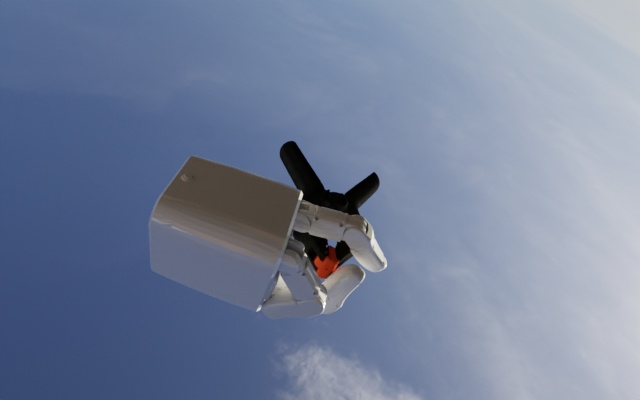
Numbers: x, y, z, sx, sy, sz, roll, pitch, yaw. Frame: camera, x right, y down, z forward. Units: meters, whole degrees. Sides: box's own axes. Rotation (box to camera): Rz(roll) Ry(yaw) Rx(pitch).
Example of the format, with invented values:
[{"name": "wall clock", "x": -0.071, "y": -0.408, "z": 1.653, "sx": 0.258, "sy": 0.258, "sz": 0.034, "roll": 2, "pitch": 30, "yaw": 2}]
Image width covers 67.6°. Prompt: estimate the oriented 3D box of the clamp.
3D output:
[{"name": "clamp", "x": 0.000, "y": 0.002, "z": 0.491, "sx": 0.120, "sy": 0.039, "sz": 0.171, "roll": 20, "pitch": 36, "yaw": -3}]
